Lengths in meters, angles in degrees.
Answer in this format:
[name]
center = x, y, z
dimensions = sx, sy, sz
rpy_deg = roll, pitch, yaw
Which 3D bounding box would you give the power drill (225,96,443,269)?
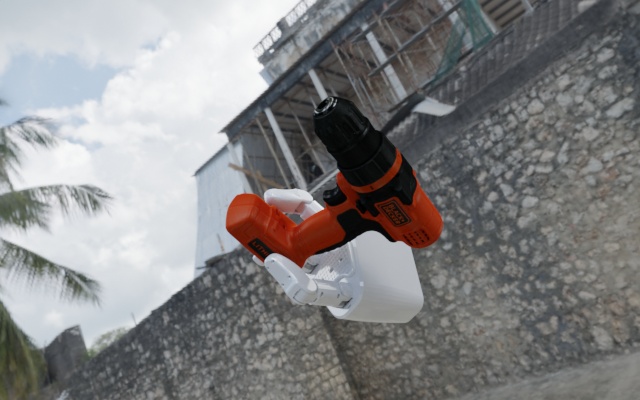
[power drill]
center = 0.000, 0.002, 0.461
dimensions = 0.188, 0.057, 0.184
rpy_deg = -21, -52, 31
